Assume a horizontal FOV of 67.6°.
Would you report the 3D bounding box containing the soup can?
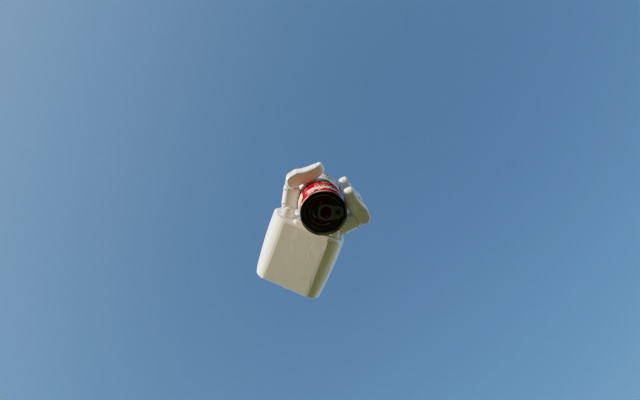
[{"bbox_3d":[0.000,0.002,0.718,0.068,0.068,0.102,0,19,-5],"label":"soup can"}]
